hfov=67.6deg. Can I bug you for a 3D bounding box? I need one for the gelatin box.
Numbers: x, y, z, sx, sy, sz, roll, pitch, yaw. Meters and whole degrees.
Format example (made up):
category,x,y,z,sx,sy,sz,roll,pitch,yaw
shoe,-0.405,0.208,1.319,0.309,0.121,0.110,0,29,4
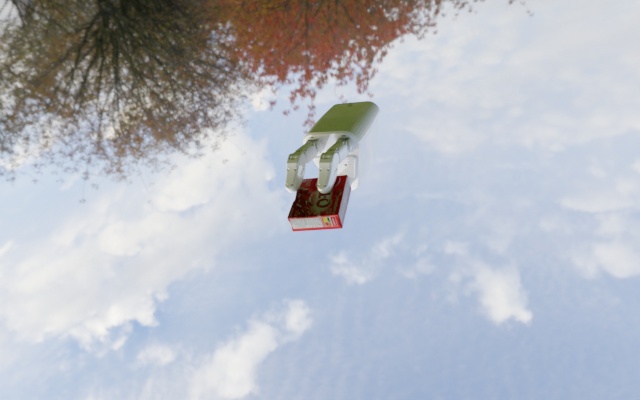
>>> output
category,x,y,z,sx,sy,sz,roll,pitch,yaw
gelatin box,0.000,0.003,0.673,0.073,0.030,0.089,-4,40,18
